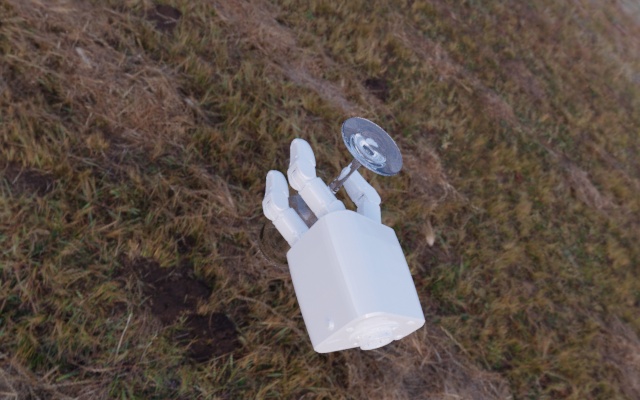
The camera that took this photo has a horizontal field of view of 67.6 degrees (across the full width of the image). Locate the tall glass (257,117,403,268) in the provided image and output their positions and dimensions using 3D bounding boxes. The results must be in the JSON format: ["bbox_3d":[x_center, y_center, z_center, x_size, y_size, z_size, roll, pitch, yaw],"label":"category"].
[{"bbox_3d":[0.000,0.001,0.537,0.079,0.079,0.201,0,-34,-40],"label":"tall glass"}]
